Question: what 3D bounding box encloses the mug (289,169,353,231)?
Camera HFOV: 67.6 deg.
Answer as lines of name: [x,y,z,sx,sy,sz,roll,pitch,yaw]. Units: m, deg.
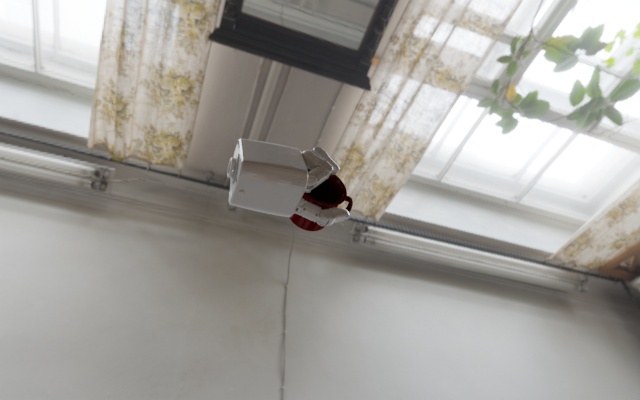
mug: [0.001,0.003,0.857,0.117,0.093,0.081,11,-46,-19]
